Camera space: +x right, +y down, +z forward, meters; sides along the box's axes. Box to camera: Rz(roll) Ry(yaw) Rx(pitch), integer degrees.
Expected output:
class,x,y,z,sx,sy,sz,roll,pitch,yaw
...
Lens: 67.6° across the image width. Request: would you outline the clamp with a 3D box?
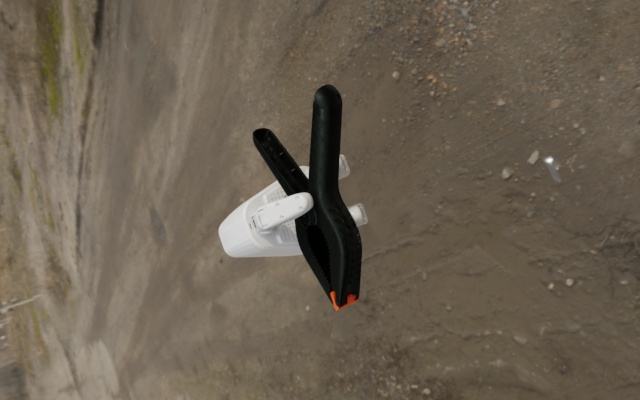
class,x,y,z,sx,sy,sz,roll,pitch,yaw
clamp,-0.001,0.002,0.462,0.036,0.210,0.164,-18,-4,-28
